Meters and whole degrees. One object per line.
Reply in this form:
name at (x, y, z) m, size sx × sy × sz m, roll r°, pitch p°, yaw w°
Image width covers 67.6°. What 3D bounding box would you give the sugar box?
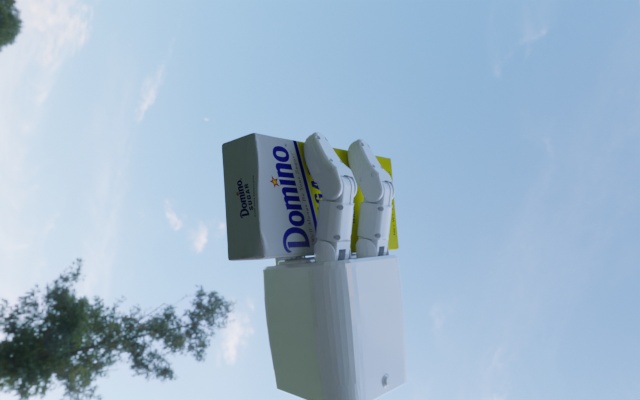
sugar box at (0.001, 0.001, 0.412) m, size 0.048 × 0.093 × 0.176 m, roll -10°, pitch -8°, yaw 39°
